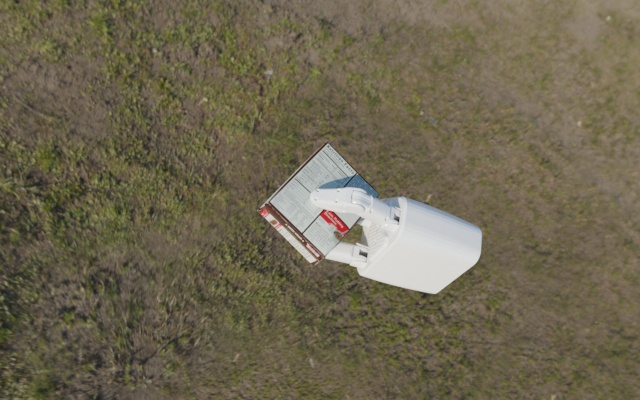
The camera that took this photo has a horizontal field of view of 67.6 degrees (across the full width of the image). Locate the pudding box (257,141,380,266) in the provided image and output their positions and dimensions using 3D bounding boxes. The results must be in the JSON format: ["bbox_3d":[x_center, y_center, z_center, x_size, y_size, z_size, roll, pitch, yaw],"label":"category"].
[{"bbox_3d":[0.000,0.002,0.539,0.113,0.090,0.039,-47,4,-30],"label":"pudding box"}]
